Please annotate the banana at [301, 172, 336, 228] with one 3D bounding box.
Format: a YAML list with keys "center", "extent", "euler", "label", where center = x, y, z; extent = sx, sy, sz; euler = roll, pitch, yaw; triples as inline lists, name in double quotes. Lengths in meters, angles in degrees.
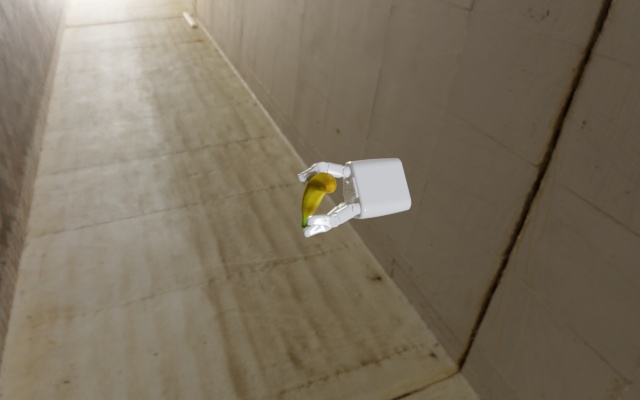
- center: [-0.003, -0.013, 0.881]
  extent: [0.037, 0.069, 0.198]
  euler: [-3, -22, -15]
  label: "banana"
